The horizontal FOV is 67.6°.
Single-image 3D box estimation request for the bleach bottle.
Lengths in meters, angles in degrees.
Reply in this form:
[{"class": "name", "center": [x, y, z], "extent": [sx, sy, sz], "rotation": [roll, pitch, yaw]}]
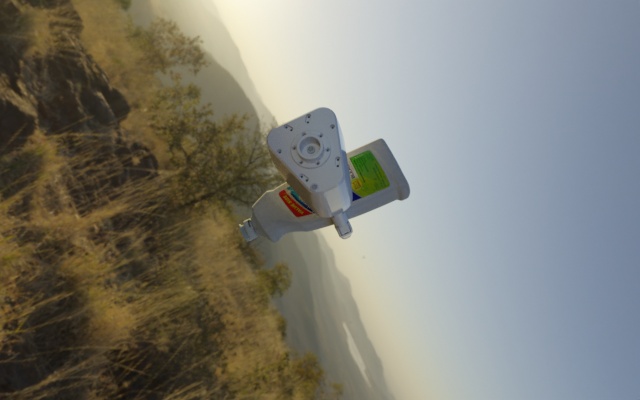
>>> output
[{"class": "bleach bottle", "center": [0.000, 0.002, 0.719], "extent": [0.251, 0.102, 0.068], "rotation": [-26, -16, -1]}]
